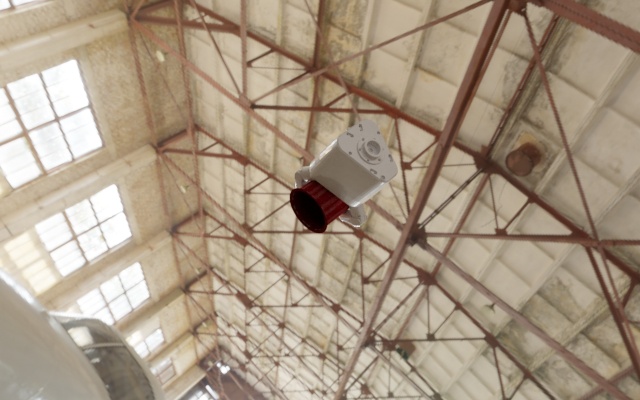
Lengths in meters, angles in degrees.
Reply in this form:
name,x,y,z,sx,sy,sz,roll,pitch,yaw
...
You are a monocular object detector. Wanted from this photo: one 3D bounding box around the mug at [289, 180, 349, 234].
name,x,y,z,sx,sy,sz,roll,pitch,yaw
mug,0.000,0.003,0.867,0.081,0.093,0.117,-36,-1,-32
